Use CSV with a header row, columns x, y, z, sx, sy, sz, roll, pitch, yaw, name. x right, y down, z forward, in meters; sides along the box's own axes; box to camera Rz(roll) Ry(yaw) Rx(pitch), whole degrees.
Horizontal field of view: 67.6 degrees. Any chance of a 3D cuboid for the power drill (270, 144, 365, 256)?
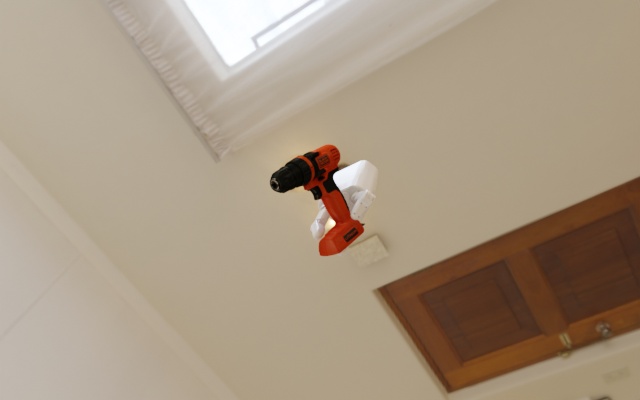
x,y,z,sx,sy,sz,roll,pitch,yaw,name
0.000,0.003,0.872,0.057,0.188,0.184,-12,14,42,power drill
